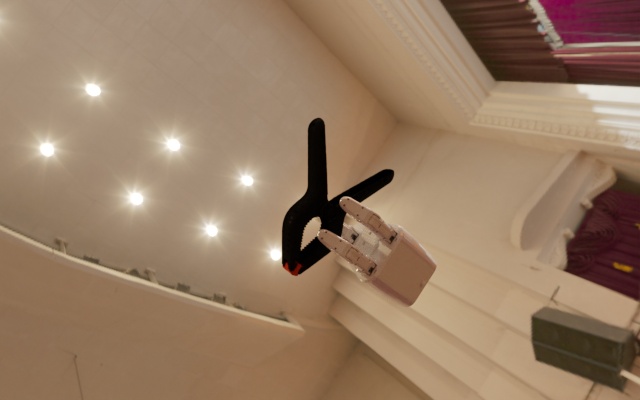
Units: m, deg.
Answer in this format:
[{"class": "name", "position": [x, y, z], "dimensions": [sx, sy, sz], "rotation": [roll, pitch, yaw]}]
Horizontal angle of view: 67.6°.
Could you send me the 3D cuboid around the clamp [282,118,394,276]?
[{"class": "clamp", "position": [0.000, 0.003, 0.663], "dimensions": [0.165, 0.210, 0.036], "rotation": [38, -7, -34]}]
